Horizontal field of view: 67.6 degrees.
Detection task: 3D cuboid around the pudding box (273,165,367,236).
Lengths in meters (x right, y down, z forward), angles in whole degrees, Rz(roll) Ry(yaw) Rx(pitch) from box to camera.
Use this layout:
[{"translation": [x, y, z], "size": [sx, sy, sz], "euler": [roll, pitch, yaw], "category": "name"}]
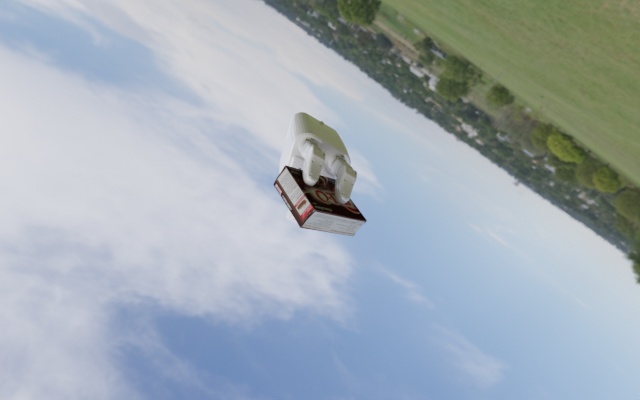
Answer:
[{"translation": [0.000, 0.002, 0.665], "size": [0.113, 0.039, 0.090], "euler": [10, 35, -46], "category": "pudding box"}]
